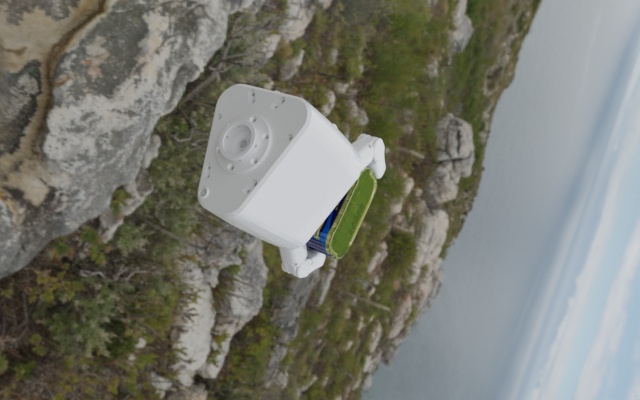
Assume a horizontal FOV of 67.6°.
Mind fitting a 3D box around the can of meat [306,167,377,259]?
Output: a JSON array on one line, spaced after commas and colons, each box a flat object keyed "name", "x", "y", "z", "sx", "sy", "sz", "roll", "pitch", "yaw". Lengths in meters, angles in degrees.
[{"name": "can of meat", "x": 0.000, "y": 0.002, "z": 0.497, "sx": 0.084, "sy": 0.102, "sz": 0.057, "roll": 19, "pitch": -12, "yaw": 29}]
